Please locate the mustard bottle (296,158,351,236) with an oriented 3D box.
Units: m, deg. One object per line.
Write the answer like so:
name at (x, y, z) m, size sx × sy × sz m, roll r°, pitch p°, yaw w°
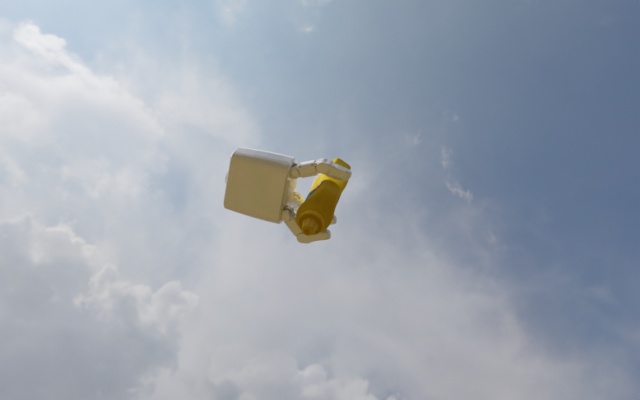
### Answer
mustard bottle at (0.000, 0.003, 0.816) m, size 0.058 × 0.096 × 0.191 m, roll 35°, pitch 30°, yaw -5°
